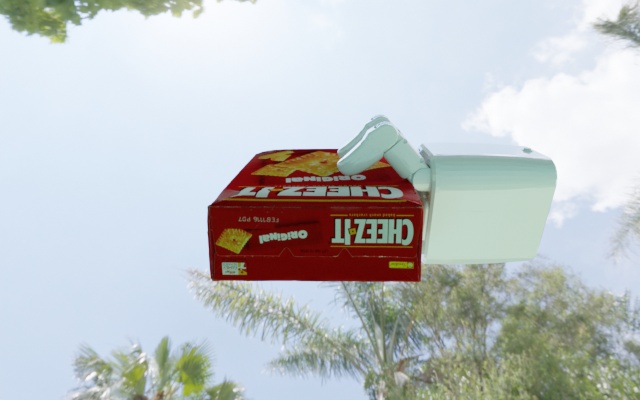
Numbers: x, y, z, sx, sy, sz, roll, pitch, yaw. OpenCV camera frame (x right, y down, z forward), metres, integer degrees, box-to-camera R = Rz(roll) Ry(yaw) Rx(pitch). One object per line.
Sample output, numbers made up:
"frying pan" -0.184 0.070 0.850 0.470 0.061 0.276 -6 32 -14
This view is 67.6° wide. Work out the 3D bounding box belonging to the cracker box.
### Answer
"cracker box" 0.000 0.002 0.457 0.164 0.072 0.213 -1 16 3
